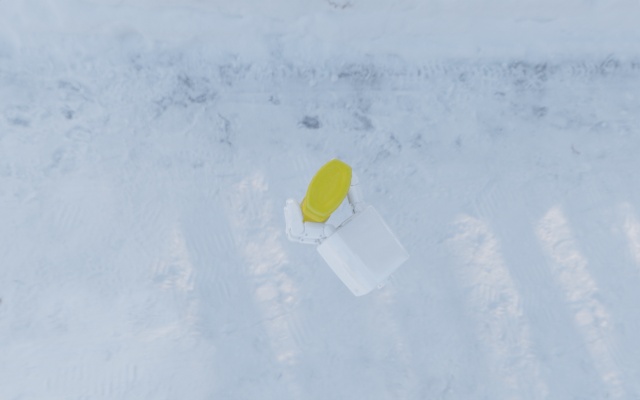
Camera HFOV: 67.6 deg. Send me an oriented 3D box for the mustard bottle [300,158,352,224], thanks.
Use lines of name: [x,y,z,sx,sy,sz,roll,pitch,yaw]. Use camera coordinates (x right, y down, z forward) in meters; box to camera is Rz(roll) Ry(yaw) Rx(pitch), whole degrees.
mustard bottle: [0.000,0.002,0.799,0.058,0.096,0.192,28,-17,-1]
